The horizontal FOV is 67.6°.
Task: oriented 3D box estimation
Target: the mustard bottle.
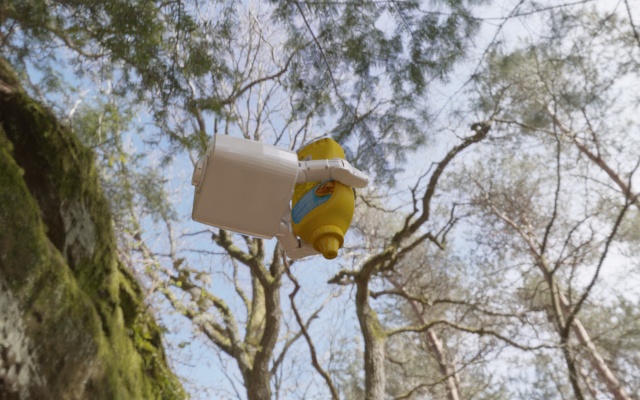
[{"bbox_3d":[0.000,0.002,0.645,0.096,0.191,0.058,-37,-53,23],"label":"mustard bottle"}]
